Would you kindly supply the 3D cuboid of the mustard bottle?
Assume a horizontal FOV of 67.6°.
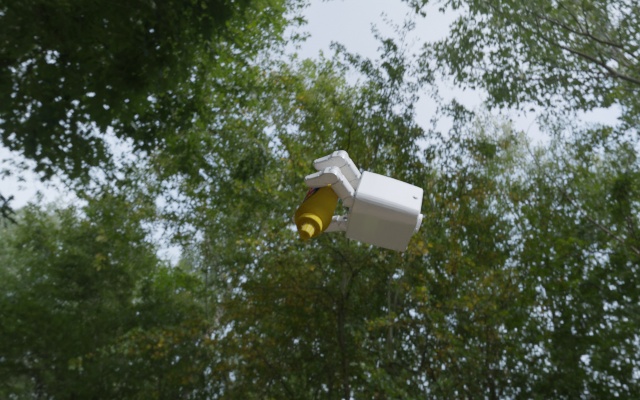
[{"bbox_3d":[0.000,0.002,0.804,0.058,0.096,0.191,36,36,-8],"label":"mustard bottle"}]
